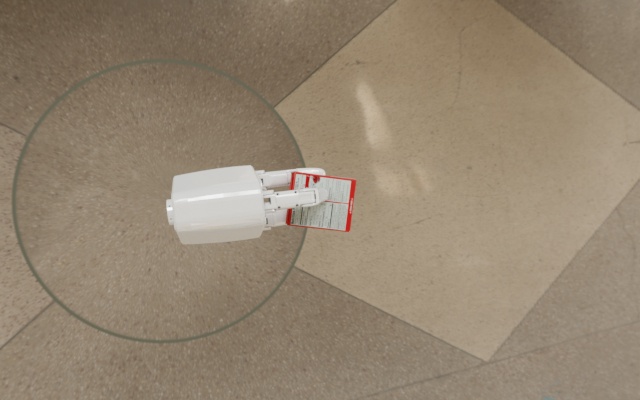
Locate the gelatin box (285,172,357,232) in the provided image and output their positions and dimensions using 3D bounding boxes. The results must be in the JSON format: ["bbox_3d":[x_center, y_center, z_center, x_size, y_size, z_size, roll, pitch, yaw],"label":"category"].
[{"bbox_3d":[0.001,0.002,0.651,0.089,0.073,0.030,7,0,-10],"label":"gelatin box"}]
